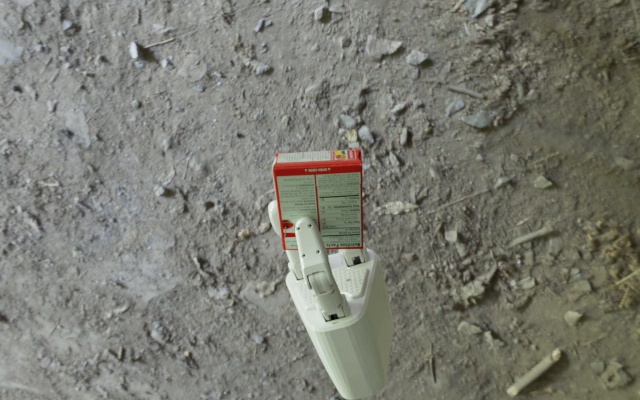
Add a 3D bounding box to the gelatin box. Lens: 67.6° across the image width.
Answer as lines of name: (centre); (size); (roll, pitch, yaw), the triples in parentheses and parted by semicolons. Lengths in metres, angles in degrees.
gelatin box: (0.000, 0.001, 0.414); (0.073, 0.089, 0.030); (-3, 33, 3)
